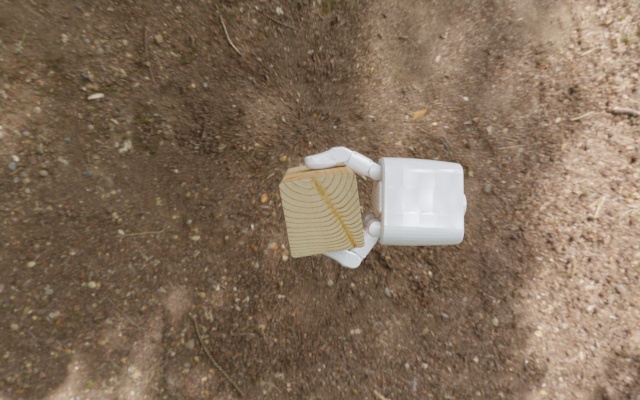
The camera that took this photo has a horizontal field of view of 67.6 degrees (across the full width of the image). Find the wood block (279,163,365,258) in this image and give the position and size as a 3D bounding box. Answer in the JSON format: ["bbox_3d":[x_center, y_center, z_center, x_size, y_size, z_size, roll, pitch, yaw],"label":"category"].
[{"bbox_3d":[0.000,0.002,0.648,0.090,0.091,0.206,-8,8,0],"label":"wood block"}]
